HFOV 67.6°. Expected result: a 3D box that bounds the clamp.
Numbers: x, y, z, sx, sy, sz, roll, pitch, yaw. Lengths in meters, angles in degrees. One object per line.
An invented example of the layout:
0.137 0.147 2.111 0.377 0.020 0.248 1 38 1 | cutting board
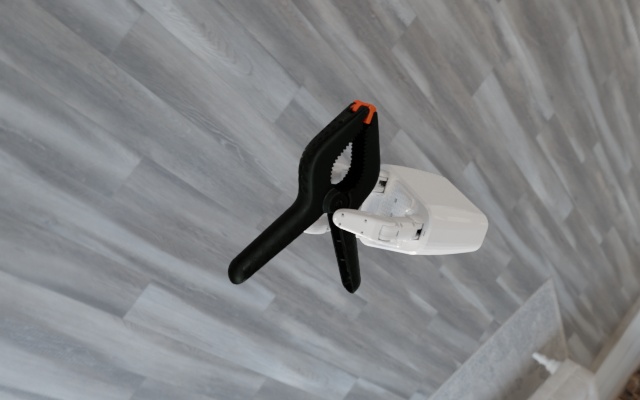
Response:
0.001 0.001 0.476 0.164 0.210 0.036 4 18 -38 | clamp
